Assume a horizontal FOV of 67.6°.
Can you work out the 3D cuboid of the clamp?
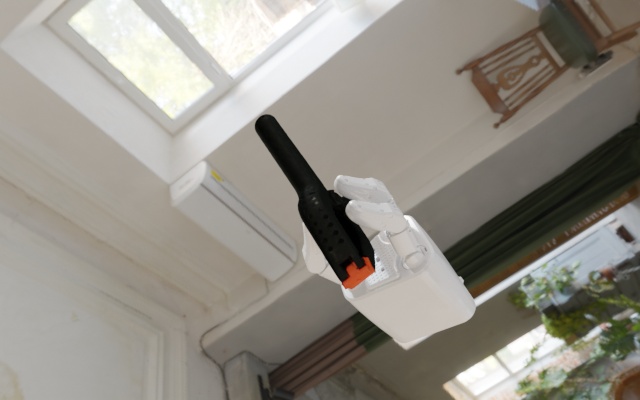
[{"bbox_3d":[0.000,0.002,0.475,0.165,0.036,0.209,43,14,-28],"label":"clamp"}]
